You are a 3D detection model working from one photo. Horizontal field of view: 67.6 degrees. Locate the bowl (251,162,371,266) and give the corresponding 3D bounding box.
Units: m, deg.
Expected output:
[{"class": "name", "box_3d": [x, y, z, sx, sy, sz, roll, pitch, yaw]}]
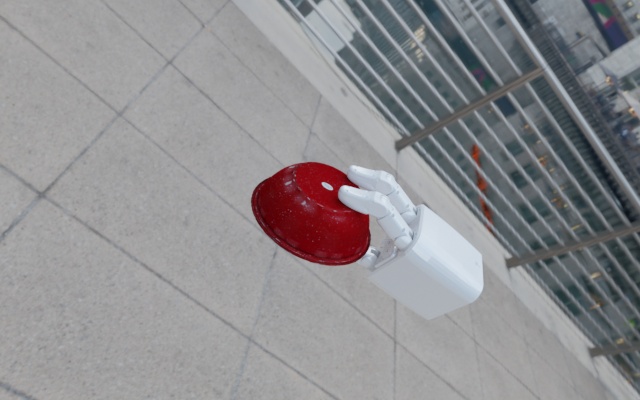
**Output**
[{"class": "bowl", "box_3d": [-0.001, 0.001, 0.584, 0.162, 0.055, 0.162, 18, 35, -13]}]
